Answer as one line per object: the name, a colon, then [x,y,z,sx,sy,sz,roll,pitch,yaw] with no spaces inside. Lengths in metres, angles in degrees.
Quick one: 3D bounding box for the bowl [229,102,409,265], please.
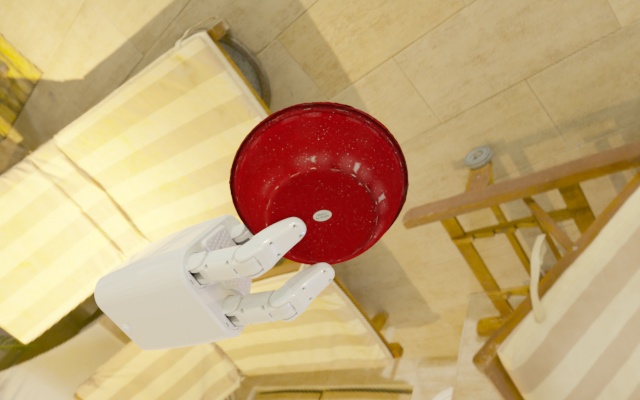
bowl: [0.001,0.001,0.409,0.162,0.162,0.055,0,30,-3]
